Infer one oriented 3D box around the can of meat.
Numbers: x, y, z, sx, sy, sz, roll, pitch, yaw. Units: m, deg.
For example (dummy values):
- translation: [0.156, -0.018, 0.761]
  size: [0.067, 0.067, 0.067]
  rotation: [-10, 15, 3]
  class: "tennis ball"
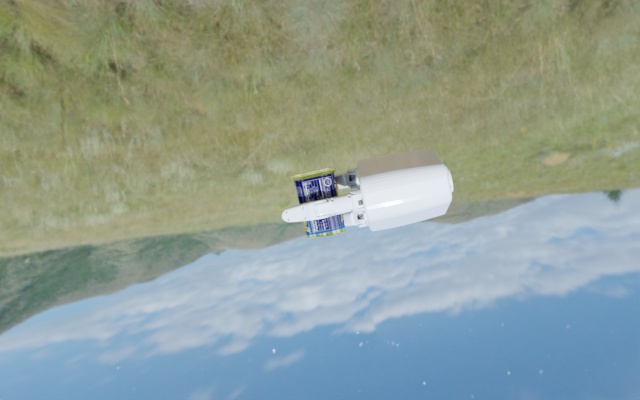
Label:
- translation: [0.000, 0.002, 0.640]
  size: [0.057, 0.084, 0.102]
  rotation: [-12, 3, 3]
  class: "can of meat"
